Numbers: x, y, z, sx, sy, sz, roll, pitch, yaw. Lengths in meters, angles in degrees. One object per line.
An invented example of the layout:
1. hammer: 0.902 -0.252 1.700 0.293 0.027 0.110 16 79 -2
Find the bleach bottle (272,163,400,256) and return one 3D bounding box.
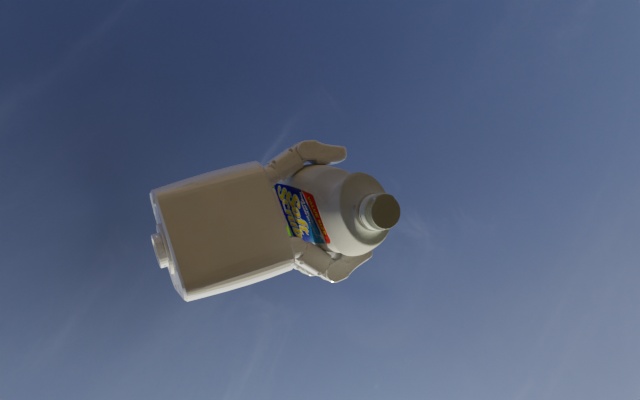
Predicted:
1. bleach bottle: 0.000 0.002 0.499 0.068 0.102 0.251 -15 6 -23
